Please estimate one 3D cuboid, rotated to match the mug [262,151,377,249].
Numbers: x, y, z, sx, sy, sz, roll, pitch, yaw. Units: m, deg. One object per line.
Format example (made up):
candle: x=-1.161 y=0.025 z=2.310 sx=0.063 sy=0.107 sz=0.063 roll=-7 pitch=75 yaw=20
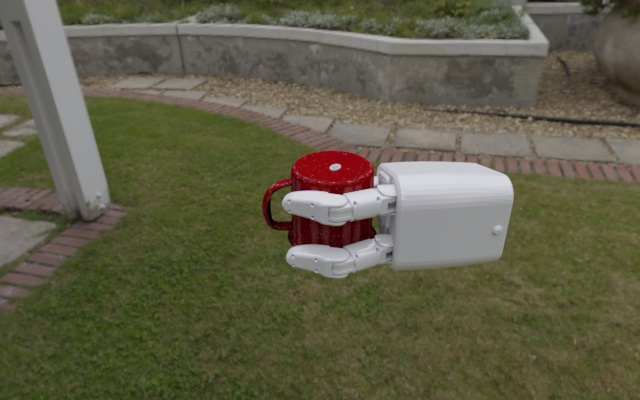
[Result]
mug: x=-0.001 y=0.001 z=0.479 sx=0.117 sy=0.081 sz=0.093 roll=-3 pitch=28 yaw=-5
